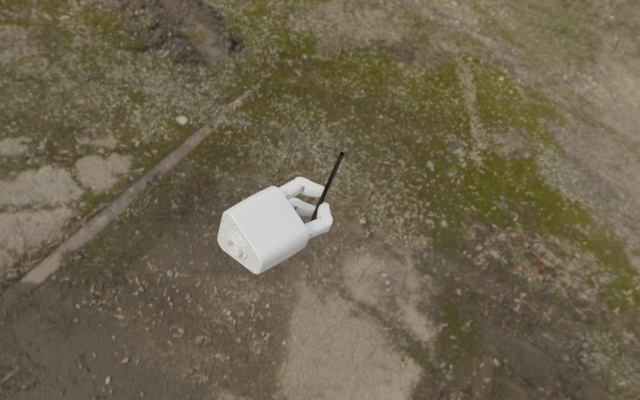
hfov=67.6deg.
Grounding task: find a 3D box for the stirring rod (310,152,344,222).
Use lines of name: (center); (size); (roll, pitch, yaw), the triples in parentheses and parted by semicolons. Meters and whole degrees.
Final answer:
stirring rod: (0.000, 0.003, 0.861); (0.011, 0.011, 0.240); (0, -41, -23)
